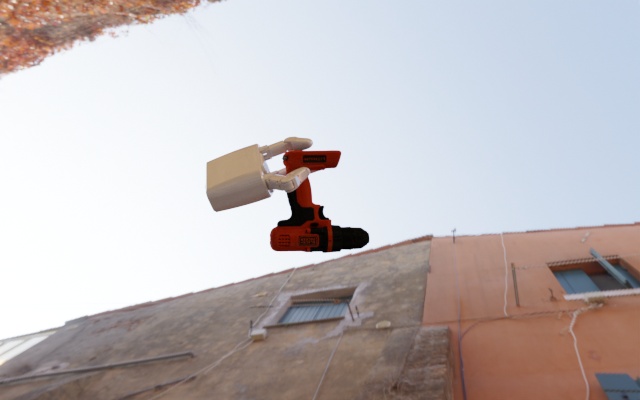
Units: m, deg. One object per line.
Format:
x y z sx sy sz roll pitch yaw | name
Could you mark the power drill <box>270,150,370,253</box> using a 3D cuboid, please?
0.000 0.002 0.866 0.184 0.187 0.057 -1 3 -11 | power drill
